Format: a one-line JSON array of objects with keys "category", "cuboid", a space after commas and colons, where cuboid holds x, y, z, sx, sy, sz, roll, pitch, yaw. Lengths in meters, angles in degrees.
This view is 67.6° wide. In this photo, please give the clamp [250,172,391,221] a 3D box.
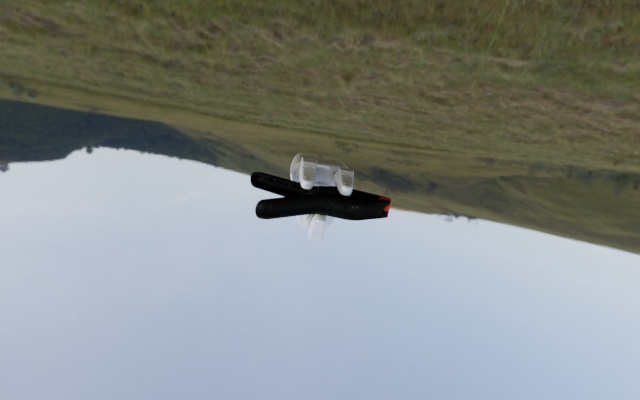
[{"category": "clamp", "cuboid": [0.000, 0.003, 0.674, 0.210, 0.036, 0.164, 9, 17, -6]}]
